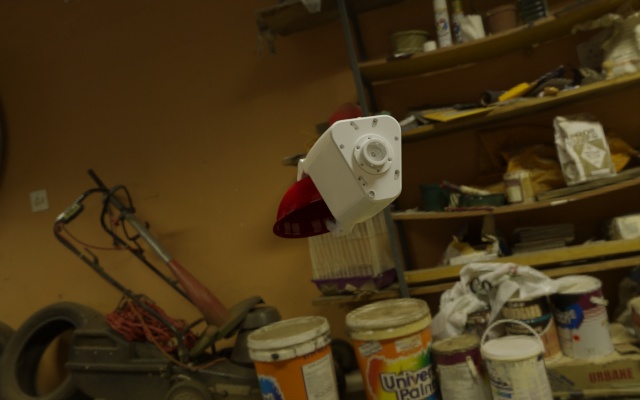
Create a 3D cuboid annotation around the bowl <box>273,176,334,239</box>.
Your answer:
[{"bbox_3d":[-0.001,0.003,0.723,0.162,0.055,0.162,-16,-21,-6],"label":"bowl"}]
